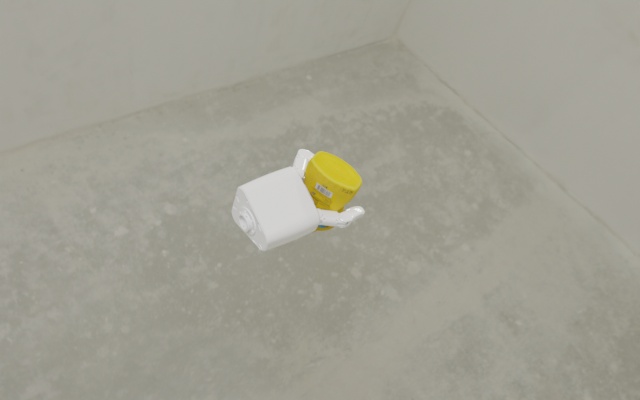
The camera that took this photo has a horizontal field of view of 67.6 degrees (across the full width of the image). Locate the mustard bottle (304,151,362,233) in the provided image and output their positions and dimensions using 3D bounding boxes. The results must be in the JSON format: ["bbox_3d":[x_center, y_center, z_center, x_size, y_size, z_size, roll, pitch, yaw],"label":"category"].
[{"bbox_3d":[0.000,0.003,0.868,0.096,0.058,0.192,34,-40,6],"label":"mustard bottle"}]
